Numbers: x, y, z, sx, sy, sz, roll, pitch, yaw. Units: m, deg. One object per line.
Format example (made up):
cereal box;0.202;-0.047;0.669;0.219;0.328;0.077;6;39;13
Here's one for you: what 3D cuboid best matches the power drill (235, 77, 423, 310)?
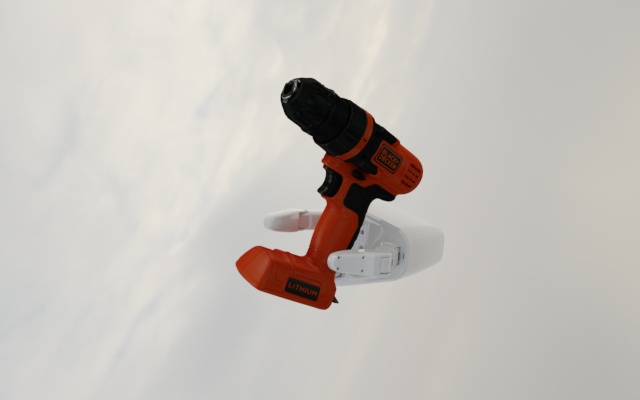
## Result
power drill;0.000;0.002;0.447;0.184;0.187;0.057;29;4;-39
